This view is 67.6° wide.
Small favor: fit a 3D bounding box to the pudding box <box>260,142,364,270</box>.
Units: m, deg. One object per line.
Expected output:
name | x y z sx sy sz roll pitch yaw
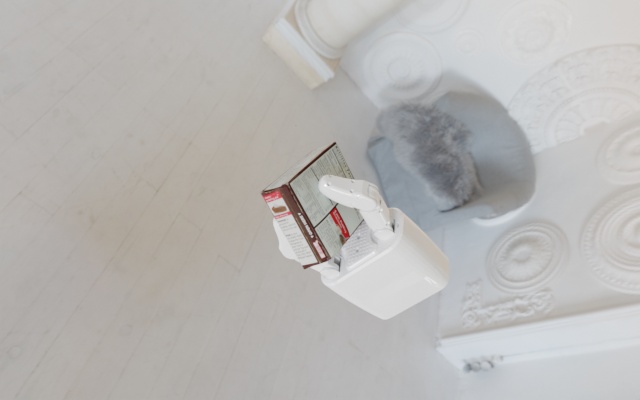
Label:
pudding box | 0.000 0.002 0.491 0.039 0.090 0.113 -20 15 34
